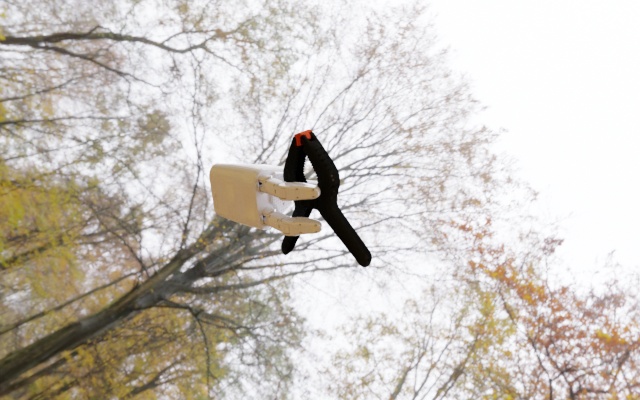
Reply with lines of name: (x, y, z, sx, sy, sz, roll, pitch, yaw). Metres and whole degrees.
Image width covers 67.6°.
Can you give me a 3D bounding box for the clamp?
clamp: (0.000, 0.001, 0.704, 0.164, 0.210, 0.036, 11, 26, 32)
